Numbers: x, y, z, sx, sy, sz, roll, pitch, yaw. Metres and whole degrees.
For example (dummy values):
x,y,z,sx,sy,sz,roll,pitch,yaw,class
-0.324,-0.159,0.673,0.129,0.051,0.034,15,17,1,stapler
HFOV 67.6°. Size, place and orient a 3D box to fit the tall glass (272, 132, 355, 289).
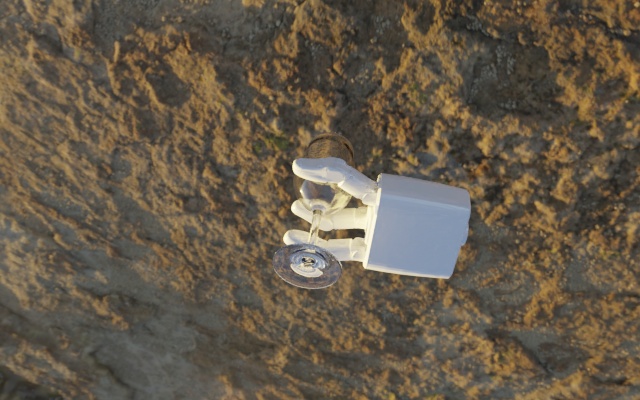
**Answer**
x,y,z,sx,sy,sz,roll,pitch,yaw,class
0.000,0.002,0.570,0.079,0.079,0.200,0,44,11,tall glass
